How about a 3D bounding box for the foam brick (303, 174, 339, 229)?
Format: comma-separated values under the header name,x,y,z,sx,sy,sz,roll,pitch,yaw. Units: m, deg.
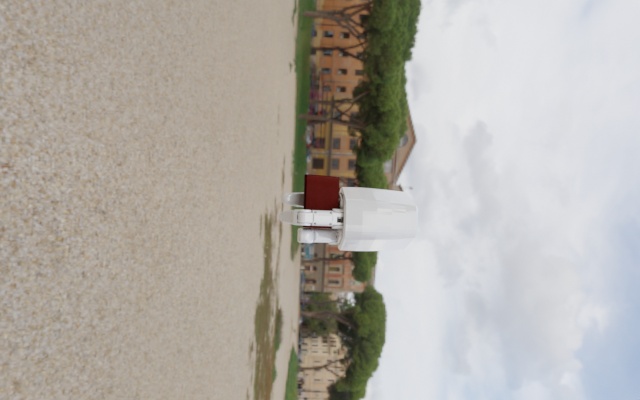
name,x,y,z,sx,sy,sz,roll,pitch,yaw
foam brick,0.000,0.002,0.715,0.051,0.078,0.053,2,-1,-2
